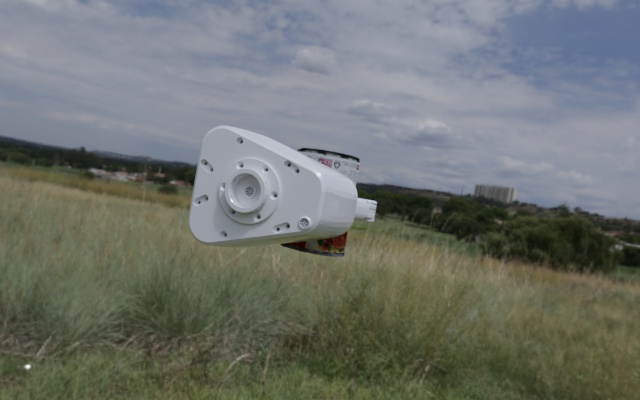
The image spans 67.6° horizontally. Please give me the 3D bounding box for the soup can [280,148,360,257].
[{"bbox_3d":[0.000,0.001,0.496,0.068,0.102,0.068,10,0,0],"label":"soup can"}]
